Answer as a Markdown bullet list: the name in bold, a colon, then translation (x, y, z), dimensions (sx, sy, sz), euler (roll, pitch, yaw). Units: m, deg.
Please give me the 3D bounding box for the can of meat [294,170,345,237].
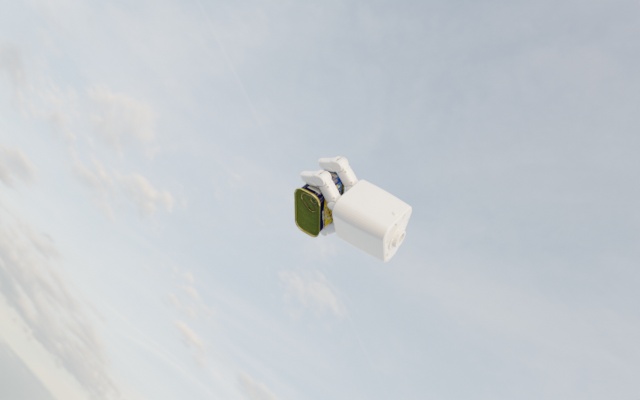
- **can of meat**: translation (0.000, 0.003, 0.880), dimensions (0.057, 0.102, 0.084), euler (27, 47, 28)
